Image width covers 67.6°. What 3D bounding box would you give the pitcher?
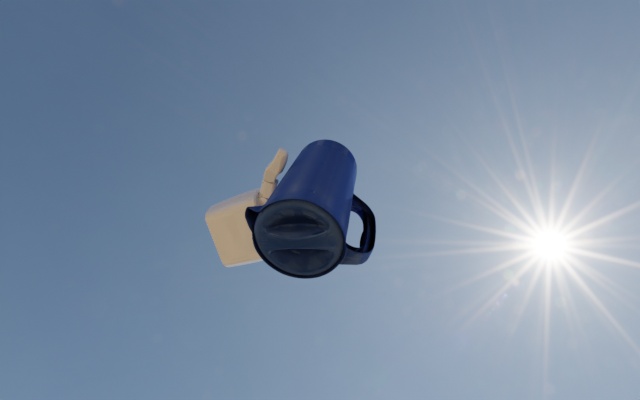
[{"bbox_3d":[0.000,0.002,0.748,0.145,0.149,0.242,-20,24,23],"label":"pitcher"}]
